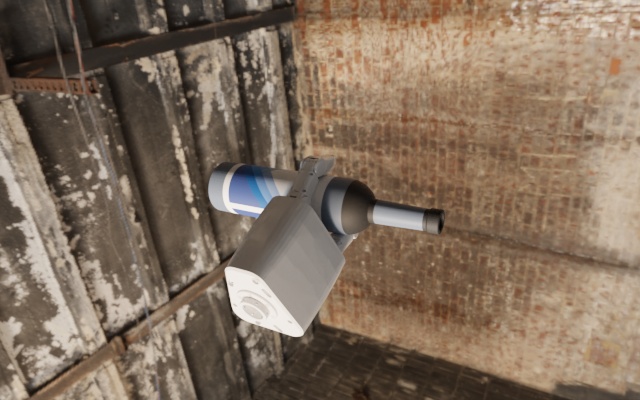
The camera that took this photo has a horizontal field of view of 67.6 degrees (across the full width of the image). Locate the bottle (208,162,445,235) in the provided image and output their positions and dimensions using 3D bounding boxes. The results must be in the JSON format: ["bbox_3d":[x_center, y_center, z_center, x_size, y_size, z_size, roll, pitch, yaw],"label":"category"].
[{"bbox_3d":[0.000,0.002,0.576,0.295,0.069,0.069,9,4,27],"label":"bottle"}]
